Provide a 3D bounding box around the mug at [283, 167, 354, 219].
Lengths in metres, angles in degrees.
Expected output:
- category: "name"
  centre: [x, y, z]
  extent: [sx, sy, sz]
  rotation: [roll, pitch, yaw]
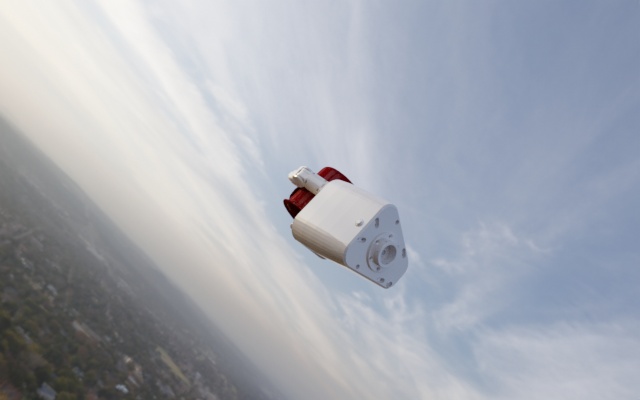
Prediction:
- category: "mug"
  centre: [-0.001, 0.002, 0.699]
  extent: [0.081, 0.093, 0.117]
  rotation: [-44, 37, -15]
